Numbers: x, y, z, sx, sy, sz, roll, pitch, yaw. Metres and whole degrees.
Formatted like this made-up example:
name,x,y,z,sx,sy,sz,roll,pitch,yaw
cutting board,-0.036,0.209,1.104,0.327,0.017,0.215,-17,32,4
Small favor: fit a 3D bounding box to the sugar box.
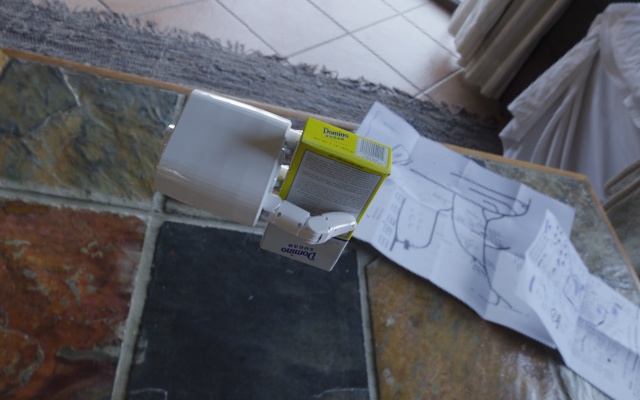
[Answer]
name,x,y,z,sx,sy,sz,roll,pitch,yaw
sugar box,0.000,0.001,0.519,0.093,0.048,0.176,20,-42,-7
